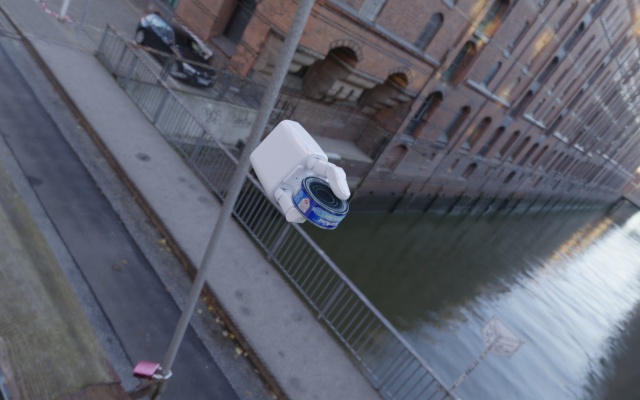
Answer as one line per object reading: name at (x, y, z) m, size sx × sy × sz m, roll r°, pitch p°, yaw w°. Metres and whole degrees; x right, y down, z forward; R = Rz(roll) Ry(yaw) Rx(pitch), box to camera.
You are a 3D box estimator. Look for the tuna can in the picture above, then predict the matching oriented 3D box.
tuna can at (0.000, 0.002, 0.728) m, size 0.086 × 0.034 × 0.086 m, roll 30°, pitch 27°, yaw -17°
